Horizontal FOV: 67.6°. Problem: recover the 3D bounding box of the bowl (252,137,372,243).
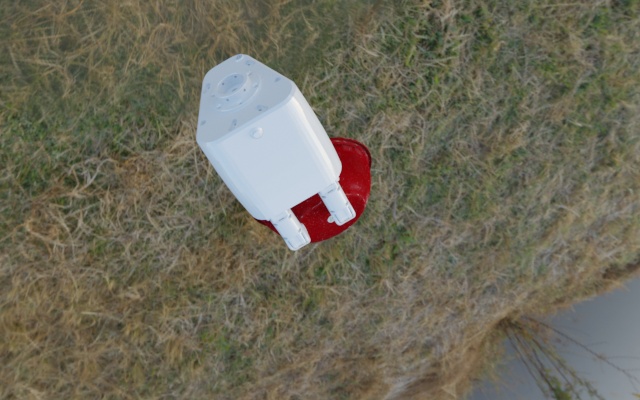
[{"bbox_3d":[0.001,0.003,0.567,0.162,0.055,0.162,-21,-31,-13],"label":"bowl"}]
